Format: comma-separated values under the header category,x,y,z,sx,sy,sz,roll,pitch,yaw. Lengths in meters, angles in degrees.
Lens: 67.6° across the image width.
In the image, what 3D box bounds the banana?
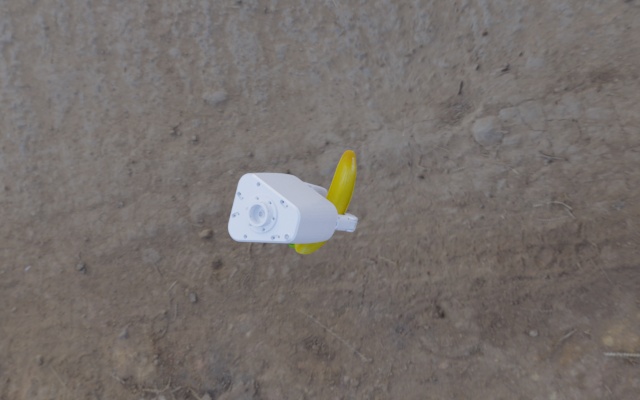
category,x,y,z,sx,sy,sz,roll,pitch,yaw
banana,0.008,0.016,0.744,0.037,0.198,0.069,13,28,-45
